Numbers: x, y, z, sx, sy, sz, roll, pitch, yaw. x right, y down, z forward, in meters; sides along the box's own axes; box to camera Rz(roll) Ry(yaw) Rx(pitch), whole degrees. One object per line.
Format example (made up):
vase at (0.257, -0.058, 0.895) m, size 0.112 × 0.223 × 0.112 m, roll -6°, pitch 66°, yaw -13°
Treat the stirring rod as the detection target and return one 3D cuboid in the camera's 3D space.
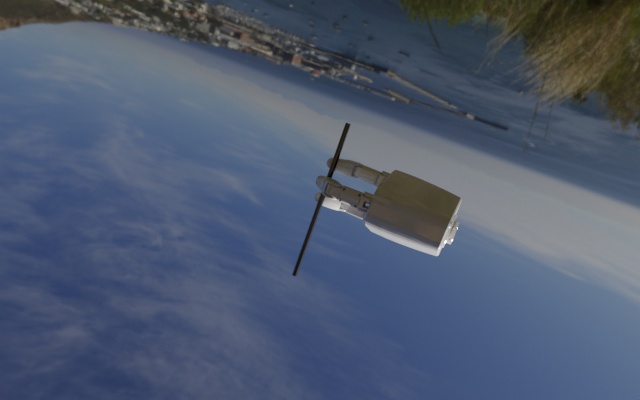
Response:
stirring rod at (0.000, 0.002, 0.698) m, size 0.011 × 0.239 × 0.011 m, roll 19°, pitch 12°, yaw -4°
